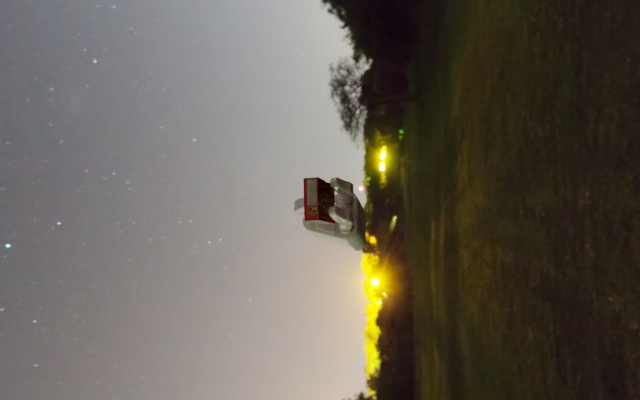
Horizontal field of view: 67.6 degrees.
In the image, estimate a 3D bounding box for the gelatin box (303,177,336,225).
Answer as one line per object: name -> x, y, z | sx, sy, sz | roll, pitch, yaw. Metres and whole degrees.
gelatin box -> 0.000, 0.003, 0.835 | 0.030, 0.073, 0.089 | -4, -9, 21
